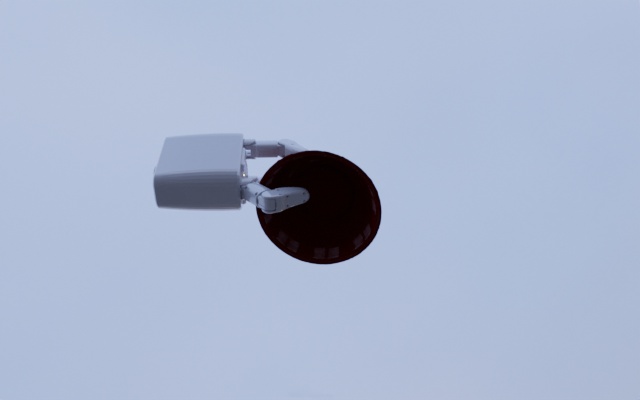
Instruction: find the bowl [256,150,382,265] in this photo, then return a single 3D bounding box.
[{"bbox_3d":[0.001,0.002,0.623,0.162,0.162,0.055,0,26,10],"label":"bowl"}]
